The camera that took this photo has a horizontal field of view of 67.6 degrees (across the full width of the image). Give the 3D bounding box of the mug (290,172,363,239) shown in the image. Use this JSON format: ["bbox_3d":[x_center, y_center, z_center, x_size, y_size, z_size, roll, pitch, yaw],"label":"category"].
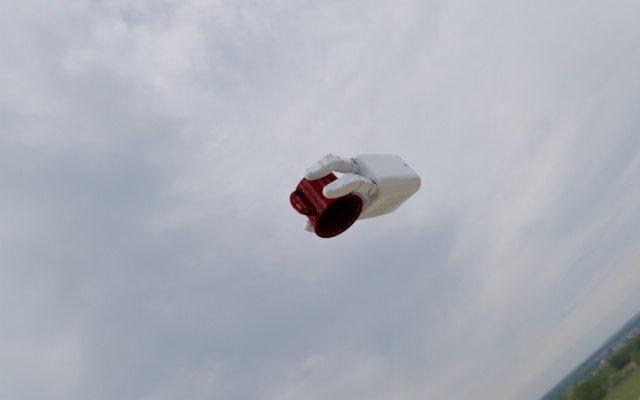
[{"bbox_3d":[-0.001,0.003,0.780,0.117,0.093,0.081,-5,42,-39],"label":"mug"}]
